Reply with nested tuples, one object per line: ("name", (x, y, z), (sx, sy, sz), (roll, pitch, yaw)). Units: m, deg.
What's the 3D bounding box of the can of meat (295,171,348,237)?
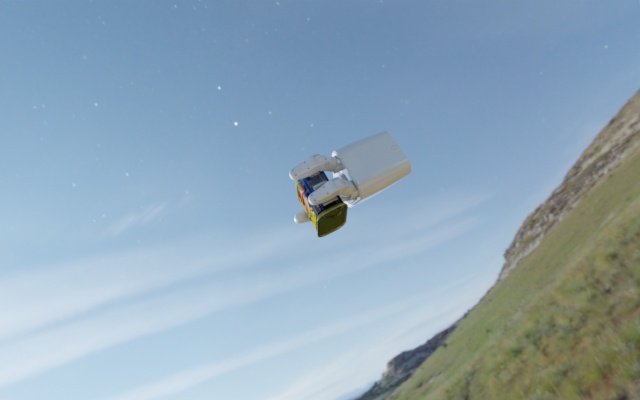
("can of meat", (0.000, 0.002, 0.809), (0.057, 0.084, 0.102), (-27, -22, -11))
